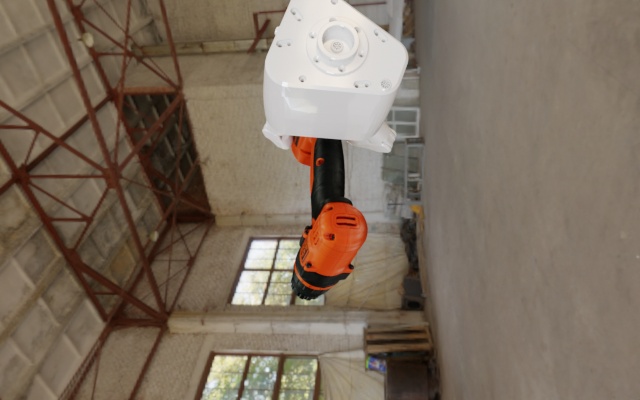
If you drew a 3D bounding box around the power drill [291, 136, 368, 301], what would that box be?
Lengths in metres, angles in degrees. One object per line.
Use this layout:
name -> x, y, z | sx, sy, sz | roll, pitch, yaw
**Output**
power drill -> 0.000, 0.001, 0.518 | 0.057, 0.187, 0.184 | 3, -29, -15
